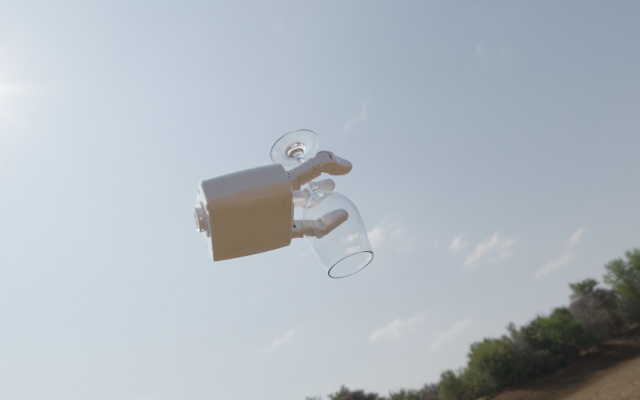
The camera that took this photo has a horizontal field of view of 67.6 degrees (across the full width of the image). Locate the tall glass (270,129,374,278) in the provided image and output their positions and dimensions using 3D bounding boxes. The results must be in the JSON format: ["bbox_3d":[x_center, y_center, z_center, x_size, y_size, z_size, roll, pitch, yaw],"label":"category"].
[{"bbox_3d":[0.000,0.001,0.635,0.079,0.201,0.079,-19,-30,-12],"label":"tall glass"}]
